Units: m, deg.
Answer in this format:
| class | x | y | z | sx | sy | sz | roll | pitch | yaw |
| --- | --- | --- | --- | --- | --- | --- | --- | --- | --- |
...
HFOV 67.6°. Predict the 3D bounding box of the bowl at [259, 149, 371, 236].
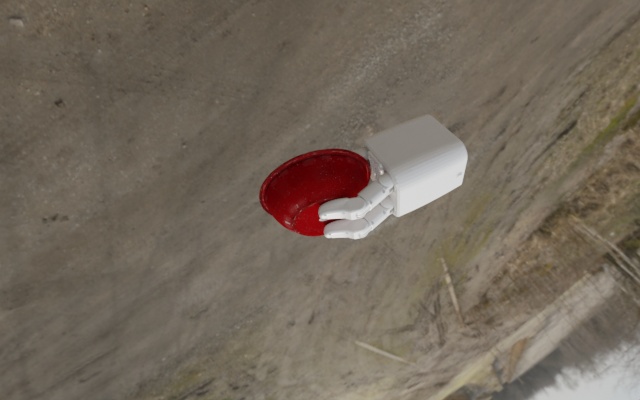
| class | x | y | z | sx | sy | sz | roll | pitch | yaw |
| --- | --- | --- | --- | --- | --- | --- | --- | --- | --- |
| bowl | -0.001 | 0.003 | 0.653 | 0.162 | 0.055 | 0.162 | -12 | -32 | -8 |
